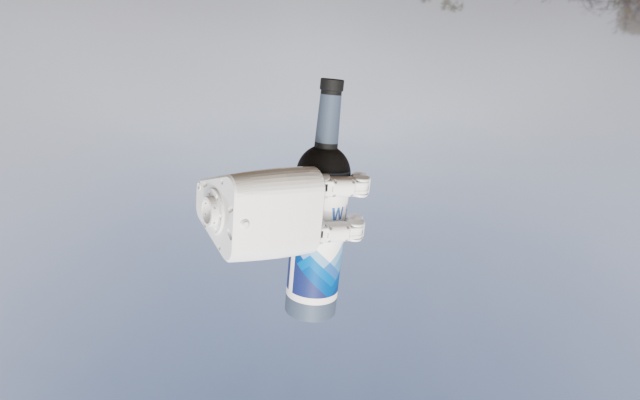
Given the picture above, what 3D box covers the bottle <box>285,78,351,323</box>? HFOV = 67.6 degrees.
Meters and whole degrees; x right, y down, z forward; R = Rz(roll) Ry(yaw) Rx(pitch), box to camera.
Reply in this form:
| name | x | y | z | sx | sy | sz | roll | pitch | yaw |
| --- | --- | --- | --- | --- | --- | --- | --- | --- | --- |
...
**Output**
| name | x | y | z | sx | sy | sz | roll | pitch | yaw |
| --- | --- | --- | --- | --- | --- | --- | --- | --- | --- |
| bottle | 0.000 | 0.002 | 0.586 | 0.069 | 0.296 | 0.069 | 5 | 15 | -1 |
